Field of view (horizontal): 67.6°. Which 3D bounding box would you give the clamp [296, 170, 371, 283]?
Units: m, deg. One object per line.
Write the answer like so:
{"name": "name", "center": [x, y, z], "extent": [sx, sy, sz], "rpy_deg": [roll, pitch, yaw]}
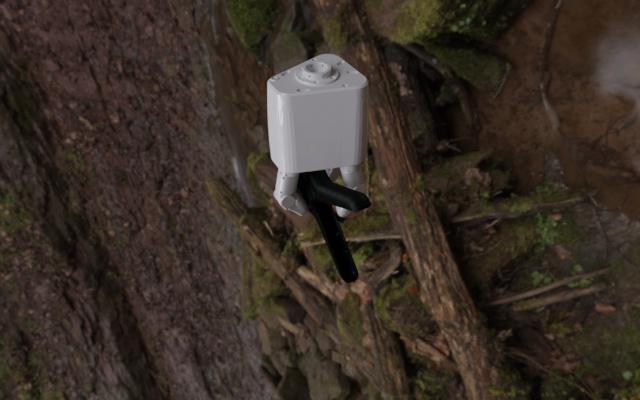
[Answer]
{"name": "clamp", "center": [-0.001, 0.002, 0.647], "extent": [0.036, 0.165, 0.210], "rpy_deg": [-21, 46, -21]}
